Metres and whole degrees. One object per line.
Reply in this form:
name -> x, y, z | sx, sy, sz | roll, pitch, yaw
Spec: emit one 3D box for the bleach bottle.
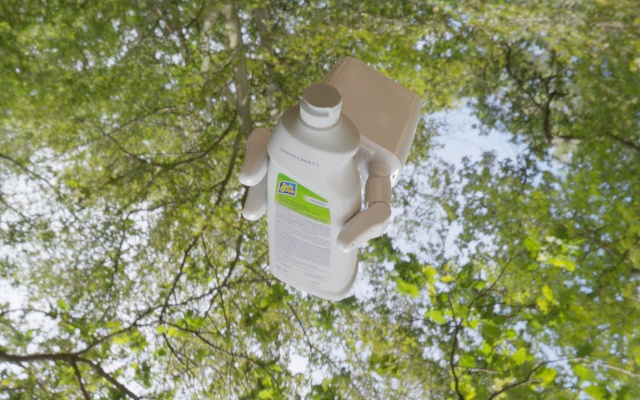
bleach bottle -> 0.000, 0.001, 0.450 | 0.102, 0.068, 0.251 | 19, -37, 9
